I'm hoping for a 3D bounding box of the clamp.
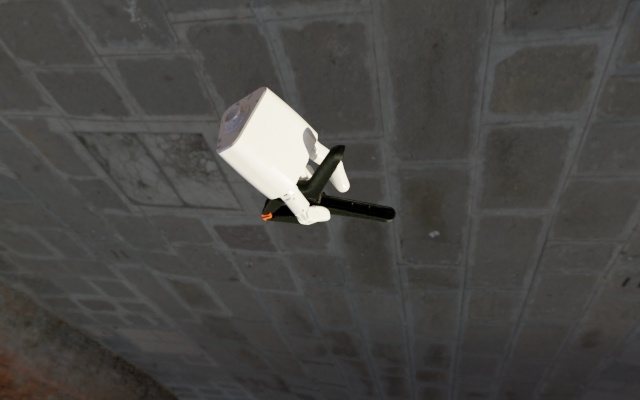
[{"bbox_3d":[-0.001,0.003,0.735,0.210,0.036,0.165,-20,-49,37],"label":"clamp"}]
